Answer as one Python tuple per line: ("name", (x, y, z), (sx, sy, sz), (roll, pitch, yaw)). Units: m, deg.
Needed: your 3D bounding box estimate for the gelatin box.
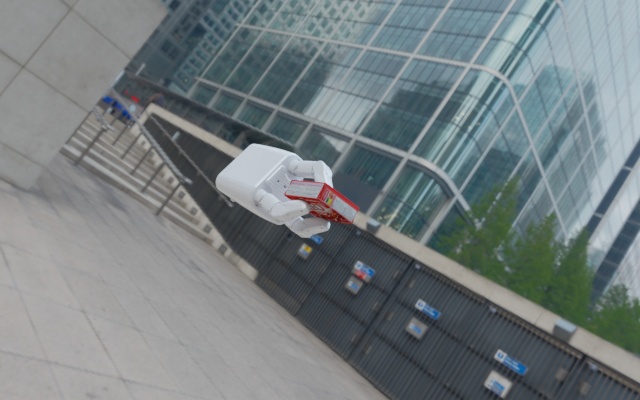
("gelatin box", (0.001, 0.002, 0.691), (0.073, 0.030, 0.089), (36, -17, -33))
